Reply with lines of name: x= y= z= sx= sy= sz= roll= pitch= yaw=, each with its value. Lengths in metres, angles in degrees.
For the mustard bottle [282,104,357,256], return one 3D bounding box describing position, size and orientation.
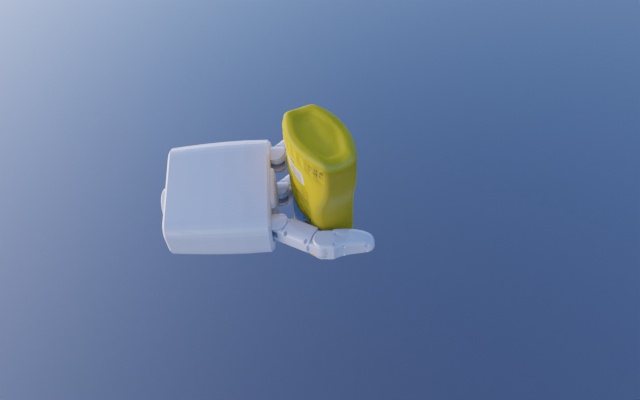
mustard bottle: x=0.000 y=0.001 z=0.504 sx=0.058 sy=0.192 sz=0.096 roll=-22 pitch=52 yaw=-17
